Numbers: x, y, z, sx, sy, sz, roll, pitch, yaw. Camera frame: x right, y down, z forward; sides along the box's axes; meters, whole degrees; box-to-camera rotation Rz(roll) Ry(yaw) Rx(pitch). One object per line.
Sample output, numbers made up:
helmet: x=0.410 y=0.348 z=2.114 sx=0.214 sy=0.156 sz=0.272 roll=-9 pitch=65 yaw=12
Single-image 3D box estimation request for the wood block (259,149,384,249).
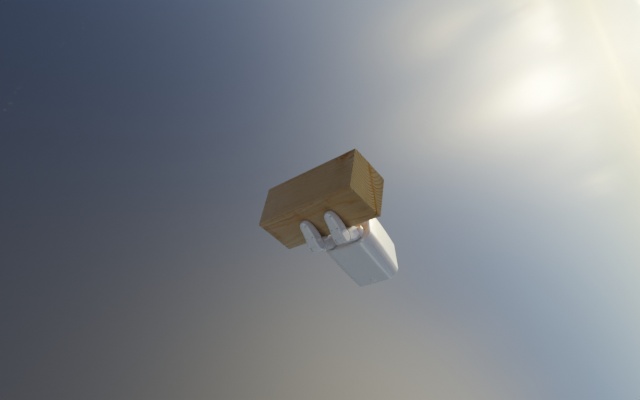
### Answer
wood block: x=0.001 y=0.003 z=0.850 sx=0.206 sy=0.090 sz=0.090 roll=-23 pitch=-51 yaw=34
